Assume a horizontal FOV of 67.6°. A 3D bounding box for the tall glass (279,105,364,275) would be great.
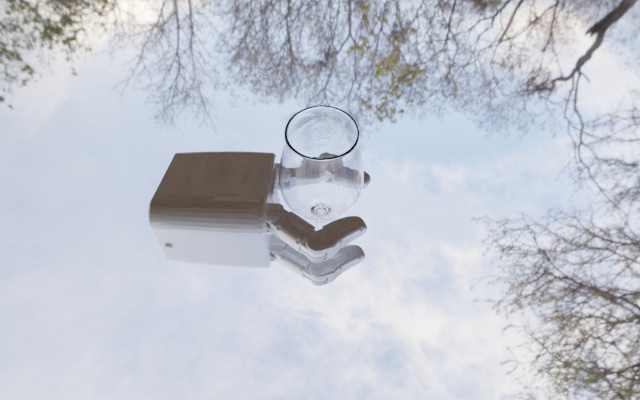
[{"bbox_3d":[0.000,0.002,0.470,0.079,0.079,0.201,0,-36,-1],"label":"tall glass"}]
